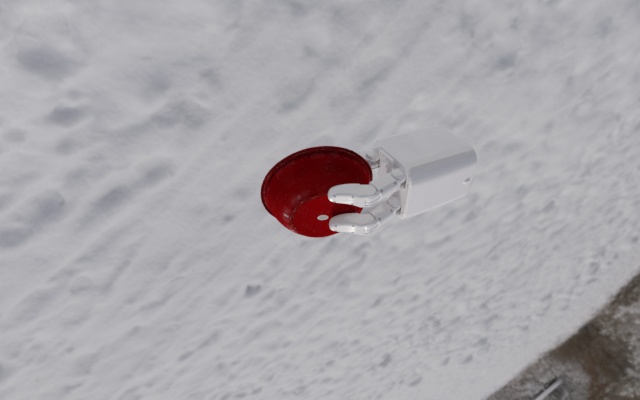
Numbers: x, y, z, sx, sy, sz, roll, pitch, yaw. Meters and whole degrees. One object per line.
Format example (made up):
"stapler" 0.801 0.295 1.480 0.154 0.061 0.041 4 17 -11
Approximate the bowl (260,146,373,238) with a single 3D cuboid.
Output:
"bowl" -0.001 0.003 0.658 0.162 0.055 0.162 -8 -41 -7
